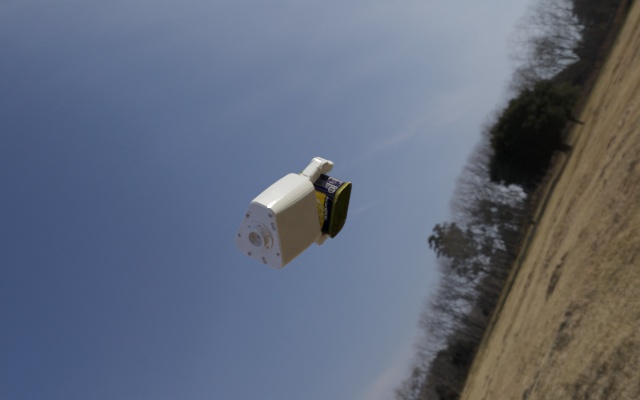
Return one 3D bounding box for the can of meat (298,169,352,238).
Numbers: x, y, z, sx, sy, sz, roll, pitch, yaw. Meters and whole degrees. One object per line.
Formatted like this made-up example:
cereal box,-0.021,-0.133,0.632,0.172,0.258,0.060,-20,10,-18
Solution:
can of meat,0.000,0.002,0.822,0.084,0.102,0.057,23,39,21
